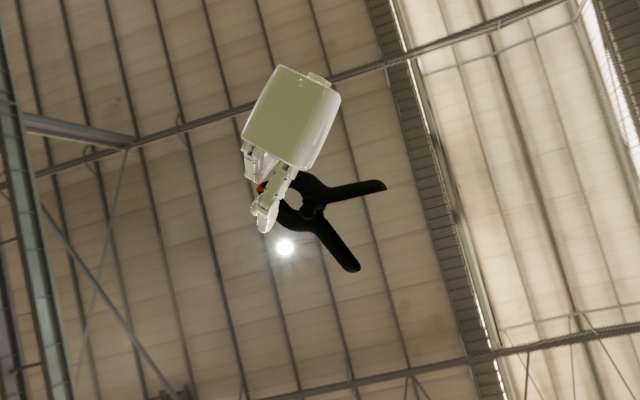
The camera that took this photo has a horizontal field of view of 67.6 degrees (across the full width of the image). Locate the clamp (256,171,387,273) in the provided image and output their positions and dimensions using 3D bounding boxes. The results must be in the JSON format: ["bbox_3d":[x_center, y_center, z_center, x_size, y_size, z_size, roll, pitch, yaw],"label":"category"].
[{"bbox_3d":[0.000,0.002,0.610,0.171,0.120,0.039,30,9,16],"label":"clamp"}]
